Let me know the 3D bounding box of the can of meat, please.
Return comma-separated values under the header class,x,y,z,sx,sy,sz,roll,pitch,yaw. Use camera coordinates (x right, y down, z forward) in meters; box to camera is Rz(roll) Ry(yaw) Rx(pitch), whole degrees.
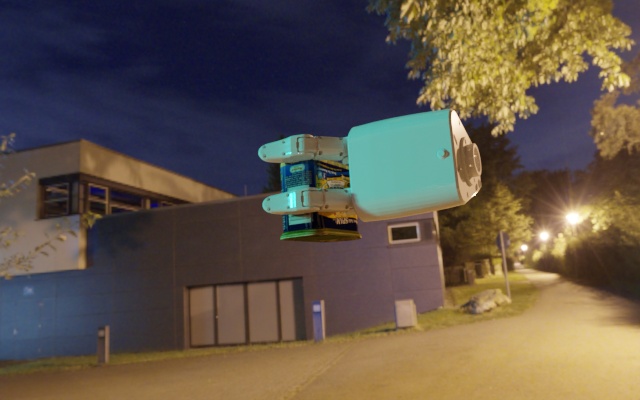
class,x,y,z,sx,sy,sz,roll,pitch,yaw
can of meat,0.000,0.001,0.532,0.057,0.084,0.102,-9,-11,33
